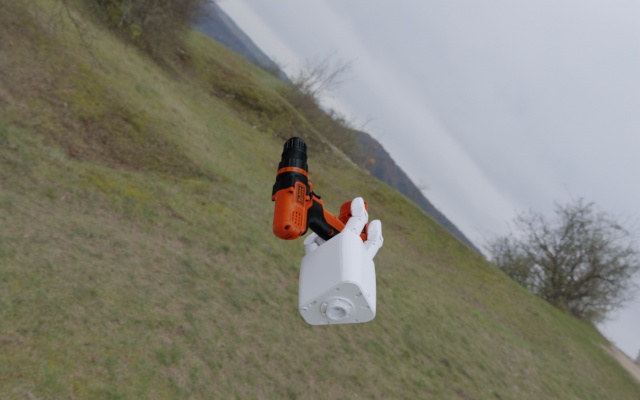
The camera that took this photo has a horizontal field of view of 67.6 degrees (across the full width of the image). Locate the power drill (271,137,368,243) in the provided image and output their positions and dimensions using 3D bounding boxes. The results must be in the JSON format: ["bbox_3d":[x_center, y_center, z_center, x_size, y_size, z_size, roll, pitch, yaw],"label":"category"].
[{"bbox_3d":[0.000,0.003,0.803,0.188,0.184,0.057,28,-37,-36],"label":"power drill"}]
